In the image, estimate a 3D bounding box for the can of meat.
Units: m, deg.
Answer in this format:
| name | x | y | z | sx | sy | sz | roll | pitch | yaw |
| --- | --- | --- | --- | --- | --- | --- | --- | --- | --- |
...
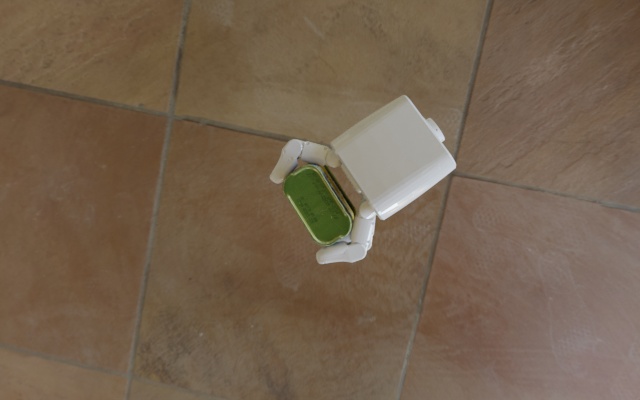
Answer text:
| name | x | y | z | sx | sy | sz | roll | pitch | yaw |
| --- | --- | --- | --- | --- | --- | --- | --- | --- | --- |
| can of meat | 0.000 | 0.002 | 0.588 | 0.057 | 0.102 | 0.084 | -33 | 2 | 8 |
